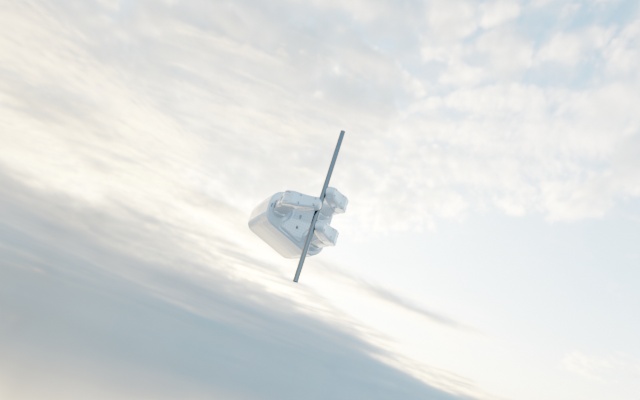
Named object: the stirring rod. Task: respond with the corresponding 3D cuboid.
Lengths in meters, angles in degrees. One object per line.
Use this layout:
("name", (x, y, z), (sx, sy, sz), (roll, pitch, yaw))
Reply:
("stirring rod", (0.000, 0.002, 0.685), (0.011, 0.239, 0.011), (15, -20, 6))
